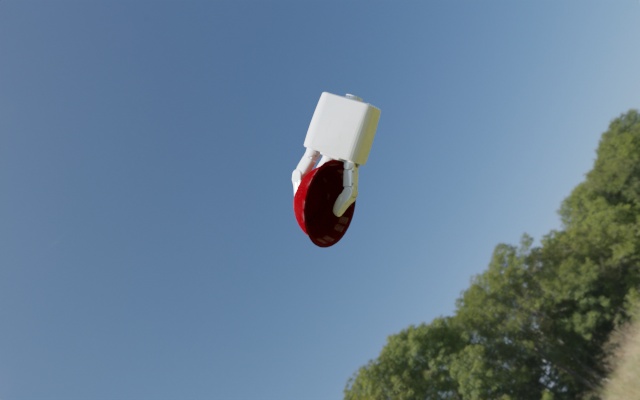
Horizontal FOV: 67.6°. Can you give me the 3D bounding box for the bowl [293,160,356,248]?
[{"bbox_3d":[-0.001,0.004,0.877,0.055,0.162,0.162,10,6,36],"label":"bowl"}]
